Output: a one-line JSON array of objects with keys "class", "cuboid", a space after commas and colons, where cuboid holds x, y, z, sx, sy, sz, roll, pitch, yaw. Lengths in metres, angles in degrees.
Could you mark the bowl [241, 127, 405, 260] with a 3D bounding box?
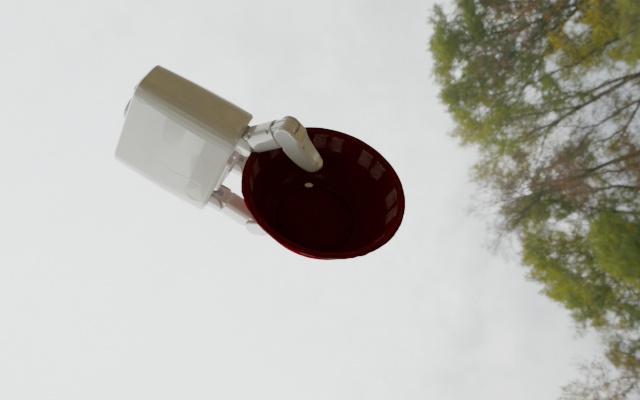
[{"class": "bowl", "cuboid": [0.001, 0.003, 0.480, 0.162, 0.162, 0.055, 0, -37, -14]}]
